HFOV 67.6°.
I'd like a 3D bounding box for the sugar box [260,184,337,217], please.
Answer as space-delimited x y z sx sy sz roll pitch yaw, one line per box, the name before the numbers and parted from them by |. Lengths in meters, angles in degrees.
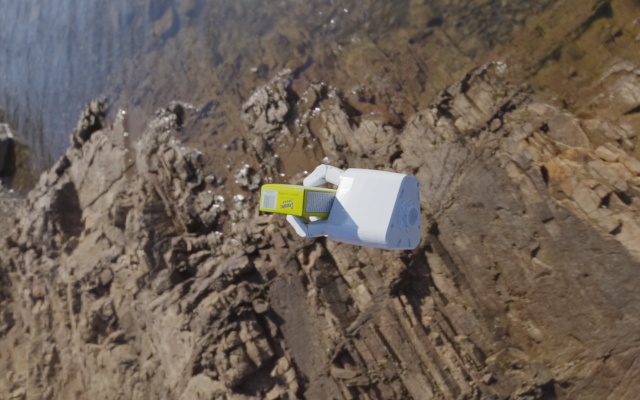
sugar box | 0.000 0.003 0.755 0.093 0.048 0.176 7 0 42
